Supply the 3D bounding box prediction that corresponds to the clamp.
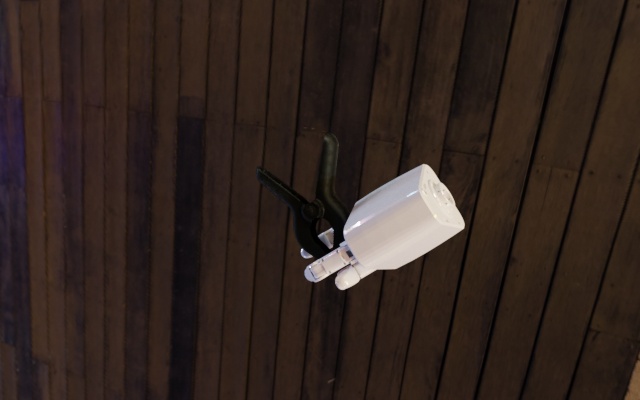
[{"bbox_3d":[0.000,0.002,0.609,0.120,0.171,0.039,-34,-6,26],"label":"clamp"}]
